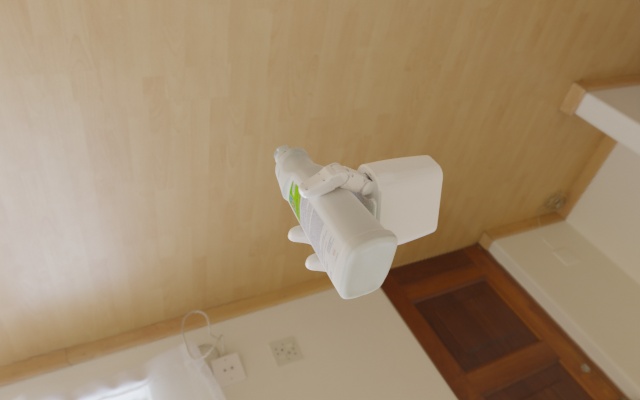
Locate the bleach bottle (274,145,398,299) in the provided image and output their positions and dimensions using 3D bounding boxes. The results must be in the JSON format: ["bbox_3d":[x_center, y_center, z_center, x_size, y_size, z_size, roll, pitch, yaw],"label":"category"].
[{"bbox_3d":[0.000,0.002,0.619,0.068,0.103,0.250,-13,45,-24],"label":"bleach bottle"}]
